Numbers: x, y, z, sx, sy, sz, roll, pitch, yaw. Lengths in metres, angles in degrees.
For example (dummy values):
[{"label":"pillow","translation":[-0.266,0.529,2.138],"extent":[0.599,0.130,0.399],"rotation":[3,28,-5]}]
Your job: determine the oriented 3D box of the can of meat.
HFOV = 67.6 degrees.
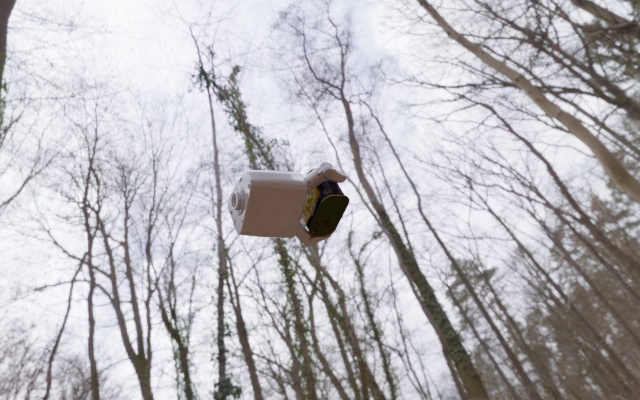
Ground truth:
[{"label":"can of meat","translation":[0.000,0.003,0.884],"extent":[0.057,0.102,0.084],"rotation":[1,40,-30]}]
